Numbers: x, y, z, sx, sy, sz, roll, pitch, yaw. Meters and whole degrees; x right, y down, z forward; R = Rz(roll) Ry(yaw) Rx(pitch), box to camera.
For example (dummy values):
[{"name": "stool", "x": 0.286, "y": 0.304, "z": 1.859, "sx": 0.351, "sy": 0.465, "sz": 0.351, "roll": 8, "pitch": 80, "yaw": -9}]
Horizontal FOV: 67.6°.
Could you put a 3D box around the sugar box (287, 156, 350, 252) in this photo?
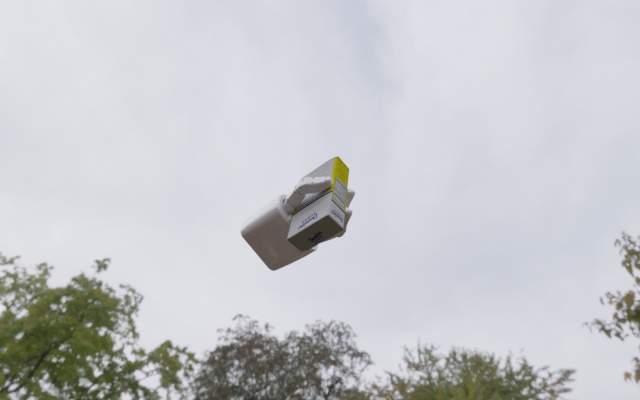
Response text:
[{"name": "sugar box", "x": 0.000, "y": 0.003, "z": 0.836, "sx": 0.093, "sy": 0.176, "sz": 0.048, "roll": -32, "pitch": -60, "yaw": 28}]
